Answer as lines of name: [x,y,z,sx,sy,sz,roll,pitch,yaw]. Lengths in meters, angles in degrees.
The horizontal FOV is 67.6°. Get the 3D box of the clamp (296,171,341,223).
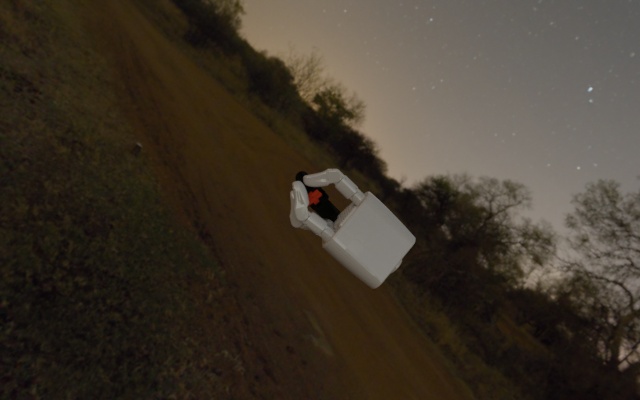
clamp: [0.000,0.002,0.817,0.120,0.039,0.171,43,6,-6]
